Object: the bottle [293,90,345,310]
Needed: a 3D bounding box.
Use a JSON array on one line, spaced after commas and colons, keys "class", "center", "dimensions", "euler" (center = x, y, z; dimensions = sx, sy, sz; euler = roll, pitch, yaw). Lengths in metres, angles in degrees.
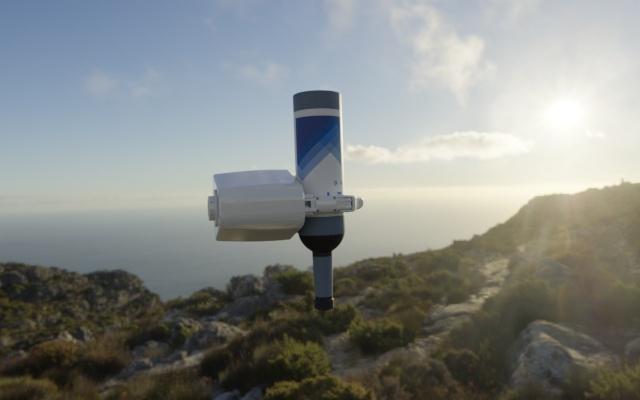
[{"class": "bottle", "center": [0.000, 0.002, 0.659], "dimensions": [0.069, 0.295, 0.069], "euler": [-2, 1, 0]}]
